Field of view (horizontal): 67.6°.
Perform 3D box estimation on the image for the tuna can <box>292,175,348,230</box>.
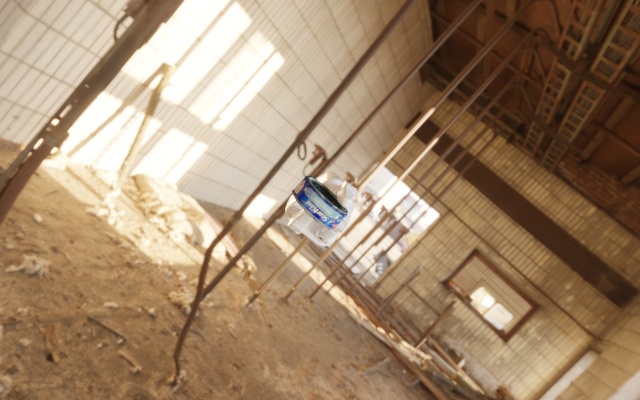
[{"bbox_3d":[0.001,0.002,0.705,0.086,0.034,0.086,41,11,-10],"label":"tuna can"}]
